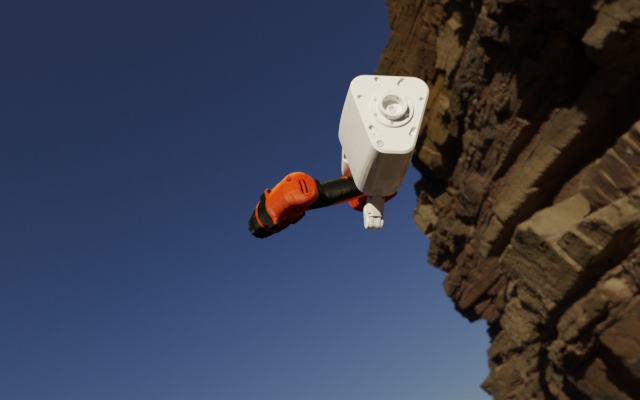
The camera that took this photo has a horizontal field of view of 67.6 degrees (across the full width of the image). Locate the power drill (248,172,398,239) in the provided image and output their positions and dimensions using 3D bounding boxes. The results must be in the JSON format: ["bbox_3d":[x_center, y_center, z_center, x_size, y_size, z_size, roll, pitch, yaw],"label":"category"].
[{"bbox_3d":[0.001,0.002,0.679,0.187,0.057,0.184,-13,-11,-29],"label":"power drill"}]
